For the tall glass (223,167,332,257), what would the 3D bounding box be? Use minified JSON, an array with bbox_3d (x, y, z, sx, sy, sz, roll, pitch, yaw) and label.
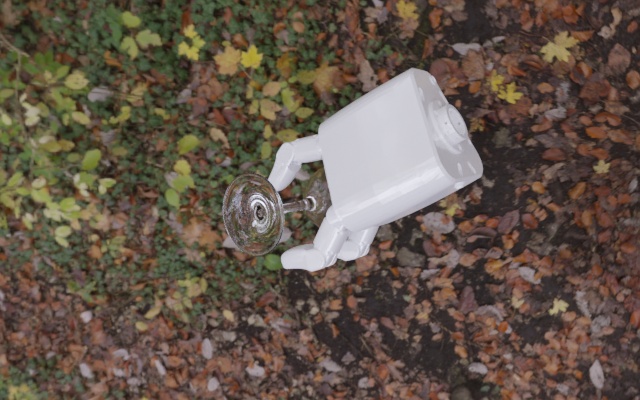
[{"bbox_3d":[0.000,0.002,0.495,0.079,0.079,0.201,0,6,37],"label":"tall glass"}]
